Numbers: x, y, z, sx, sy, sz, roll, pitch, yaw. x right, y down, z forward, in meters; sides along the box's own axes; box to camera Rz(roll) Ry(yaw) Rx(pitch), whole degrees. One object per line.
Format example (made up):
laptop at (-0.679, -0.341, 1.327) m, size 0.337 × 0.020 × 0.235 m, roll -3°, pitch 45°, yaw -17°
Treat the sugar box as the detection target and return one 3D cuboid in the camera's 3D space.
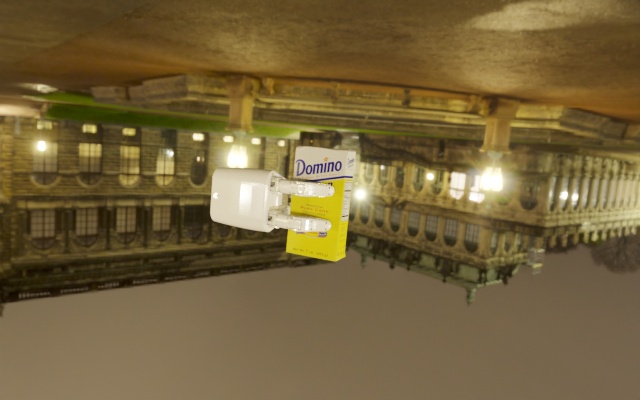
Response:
sugar box at (0.000, 0.003, 0.773) m, size 0.093 × 0.176 × 0.048 m, roll 7°, pitch 8°, yaw 23°
